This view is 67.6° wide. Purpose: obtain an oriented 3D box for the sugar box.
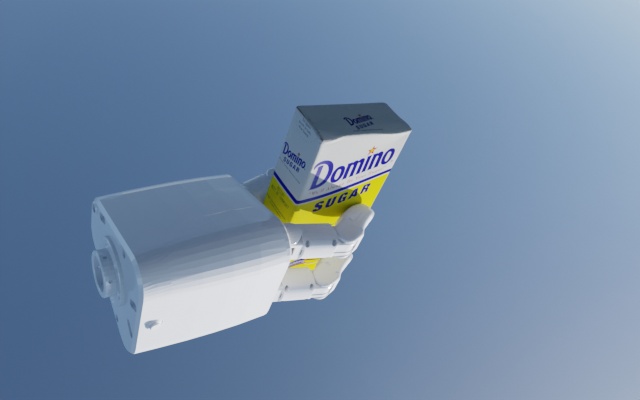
[{"bbox_3d":[0.000,0.002,0.411,0.093,0.048,0.176,-11,-38,-36],"label":"sugar box"}]
